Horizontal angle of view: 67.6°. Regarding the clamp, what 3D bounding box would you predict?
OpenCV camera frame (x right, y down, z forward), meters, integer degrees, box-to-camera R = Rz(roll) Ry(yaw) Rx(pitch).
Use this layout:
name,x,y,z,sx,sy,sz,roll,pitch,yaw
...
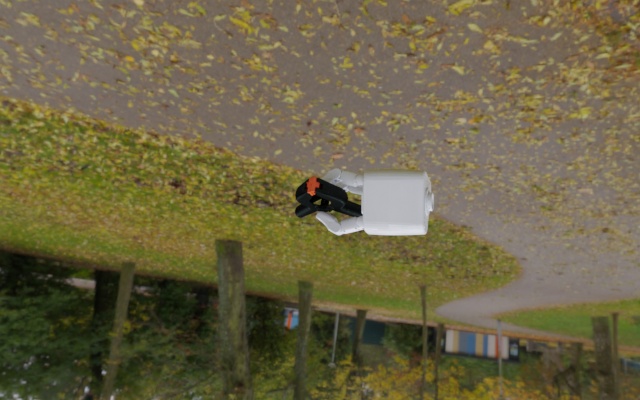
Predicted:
name,x,y,z,sx,sy,sz,roll,pitch,yaw
clamp,0.000,0.004,0.887,0.164,0.036,0.210,0,-16,21
